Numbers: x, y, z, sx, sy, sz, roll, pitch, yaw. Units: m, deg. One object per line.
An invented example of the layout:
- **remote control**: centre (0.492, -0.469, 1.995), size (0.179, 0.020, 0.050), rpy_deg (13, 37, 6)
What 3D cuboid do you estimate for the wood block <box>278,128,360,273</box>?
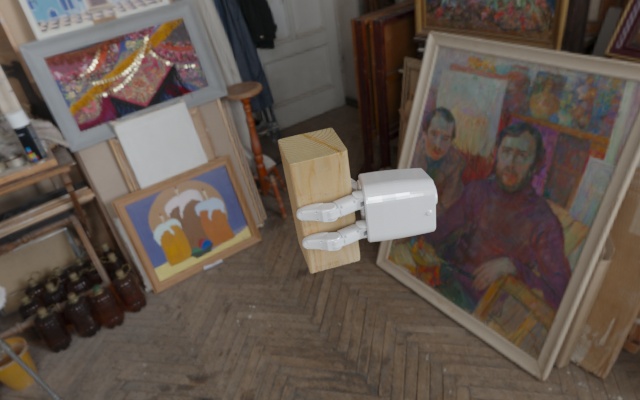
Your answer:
- **wood block**: centre (0.000, 0.002, 0.764), size (0.090, 0.206, 0.090), rpy_deg (-14, 33, -8)
